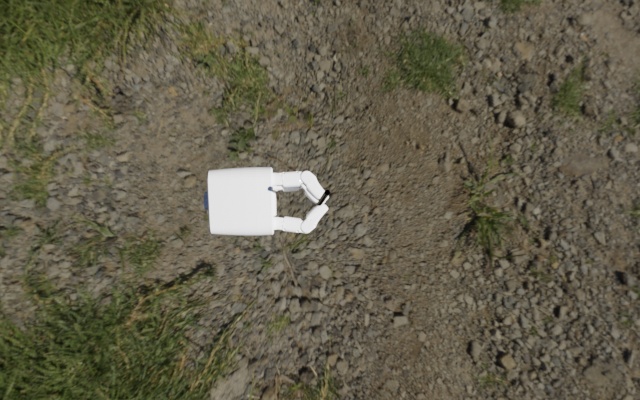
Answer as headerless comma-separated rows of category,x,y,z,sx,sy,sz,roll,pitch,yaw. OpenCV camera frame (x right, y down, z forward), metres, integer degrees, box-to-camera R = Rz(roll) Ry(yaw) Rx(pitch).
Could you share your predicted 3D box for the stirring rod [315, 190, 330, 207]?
stirring rod,0.000,0.003,0.785,0.011,0.011,0.239,0,-7,-4
